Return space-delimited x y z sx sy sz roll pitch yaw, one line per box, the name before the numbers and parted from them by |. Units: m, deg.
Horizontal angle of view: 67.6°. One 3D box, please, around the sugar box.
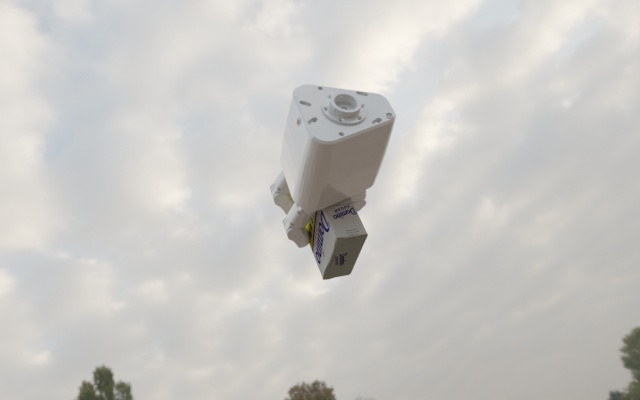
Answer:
sugar box | 0.000 0.002 0.610 0.048 0.176 0.093 -7 -37 -18
